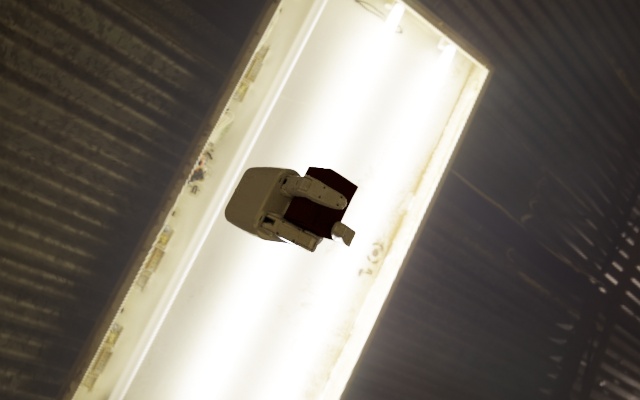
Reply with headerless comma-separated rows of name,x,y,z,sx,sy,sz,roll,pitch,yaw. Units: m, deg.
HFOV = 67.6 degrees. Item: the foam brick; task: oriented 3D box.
foam brick,0.000,0.002,0.605,0.053,0.078,0.051,33,-12,-33
